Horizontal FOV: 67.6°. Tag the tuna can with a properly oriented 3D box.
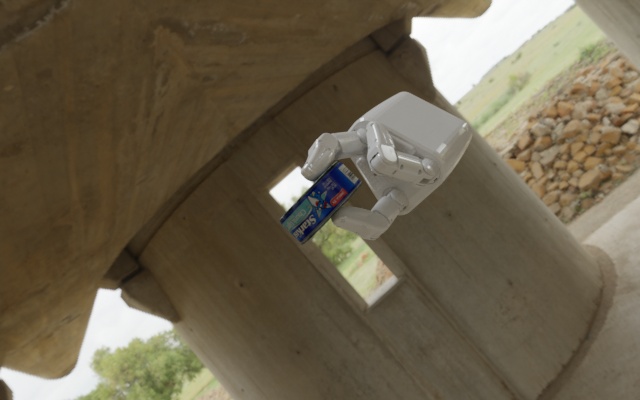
[{"bbox_3d":[0.000,0.001,0.469,0.034,0.086,0.086,44,0,0],"label":"tuna can"}]
